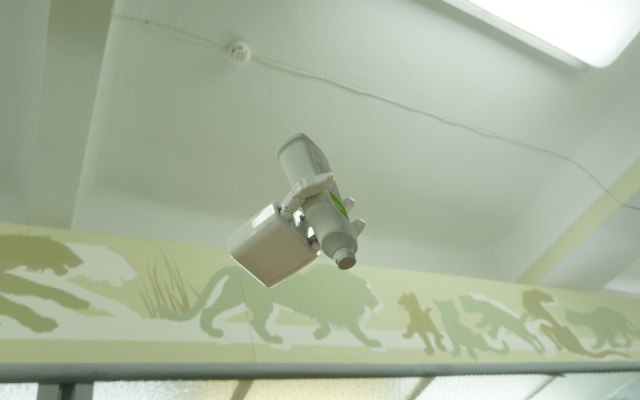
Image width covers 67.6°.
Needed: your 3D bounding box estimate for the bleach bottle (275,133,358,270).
[{"bbox_3d":[0.000,0.002,0.762,0.068,0.250,0.103,-36,-46,14],"label":"bleach bottle"}]
